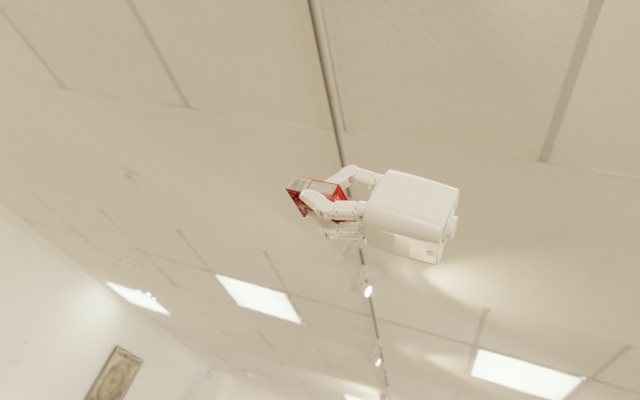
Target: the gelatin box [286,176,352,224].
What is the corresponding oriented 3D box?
[{"bbox_3d":[0.000,0.002,0.726,0.089,0.030,0.073,12,-32,34],"label":"gelatin box"}]
